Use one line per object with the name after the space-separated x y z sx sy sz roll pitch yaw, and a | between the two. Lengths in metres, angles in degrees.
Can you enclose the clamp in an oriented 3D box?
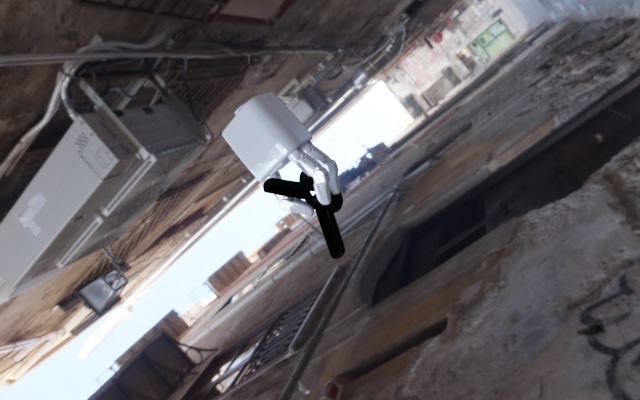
0.000 0.003 0.804 0.036 0.164 0.210 -40 2 25 | clamp
